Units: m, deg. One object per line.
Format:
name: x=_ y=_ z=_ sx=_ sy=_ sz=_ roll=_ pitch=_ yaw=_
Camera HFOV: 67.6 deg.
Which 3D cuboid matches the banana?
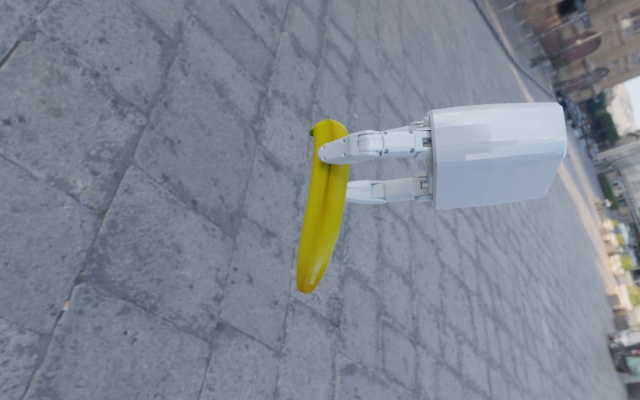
banana: x=0.004 y=-0.011 z=0.463 sx=0.037 sy=0.197 sz=0.070 roll=11 pitch=-32 yaw=-8
